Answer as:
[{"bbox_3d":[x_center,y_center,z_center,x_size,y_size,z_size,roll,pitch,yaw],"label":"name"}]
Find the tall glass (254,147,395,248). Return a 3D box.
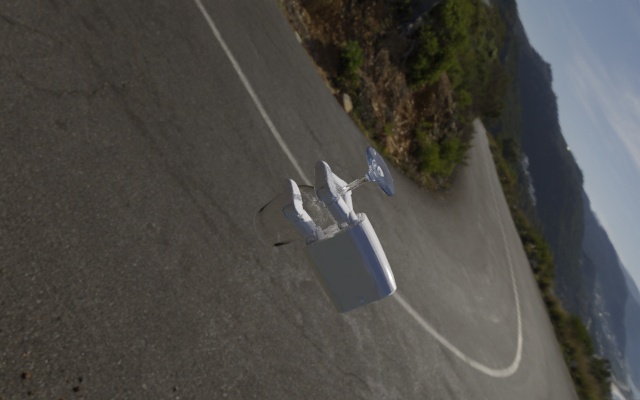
[{"bbox_3d":[0.001,0.002,0.682,0.201,0.079,0.079,-26,-11,24],"label":"tall glass"}]
